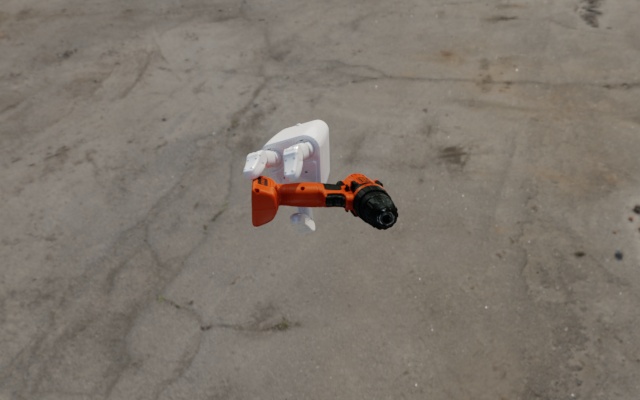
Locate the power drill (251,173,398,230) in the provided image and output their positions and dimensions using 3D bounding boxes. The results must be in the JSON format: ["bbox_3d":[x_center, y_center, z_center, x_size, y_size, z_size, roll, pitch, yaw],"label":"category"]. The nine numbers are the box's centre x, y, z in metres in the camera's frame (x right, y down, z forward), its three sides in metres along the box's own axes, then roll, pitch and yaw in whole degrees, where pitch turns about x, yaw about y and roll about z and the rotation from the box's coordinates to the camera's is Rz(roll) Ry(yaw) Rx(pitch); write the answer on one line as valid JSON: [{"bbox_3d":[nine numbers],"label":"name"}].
[{"bbox_3d":[0.000,0.002,0.654,0.187,0.057,0.184,0,12,-8],"label":"power drill"}]
